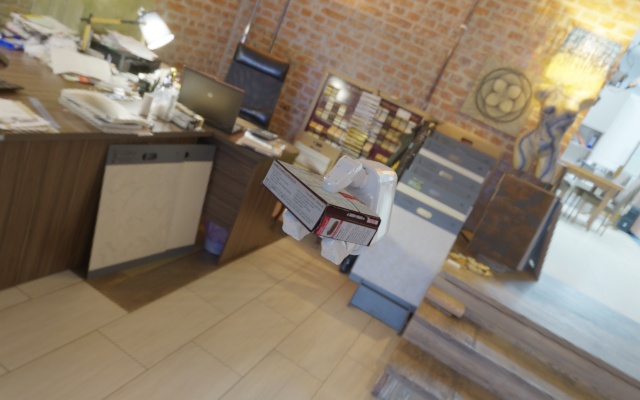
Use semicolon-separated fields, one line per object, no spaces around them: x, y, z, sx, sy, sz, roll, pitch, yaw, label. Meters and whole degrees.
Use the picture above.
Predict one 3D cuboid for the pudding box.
0.000;0.002;0.527;0.090;0.039;0.113;15;17;-43;pudding box
